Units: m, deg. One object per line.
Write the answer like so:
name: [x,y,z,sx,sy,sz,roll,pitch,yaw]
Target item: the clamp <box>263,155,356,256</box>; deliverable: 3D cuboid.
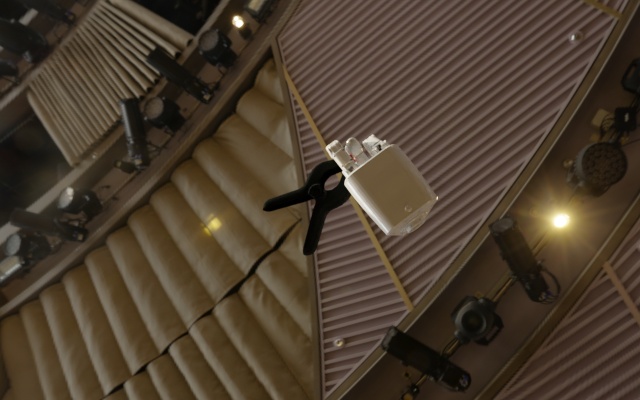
clamp: [0.000,0.002,0.767,0.171,0.120,0.039,-39,-17,7]
